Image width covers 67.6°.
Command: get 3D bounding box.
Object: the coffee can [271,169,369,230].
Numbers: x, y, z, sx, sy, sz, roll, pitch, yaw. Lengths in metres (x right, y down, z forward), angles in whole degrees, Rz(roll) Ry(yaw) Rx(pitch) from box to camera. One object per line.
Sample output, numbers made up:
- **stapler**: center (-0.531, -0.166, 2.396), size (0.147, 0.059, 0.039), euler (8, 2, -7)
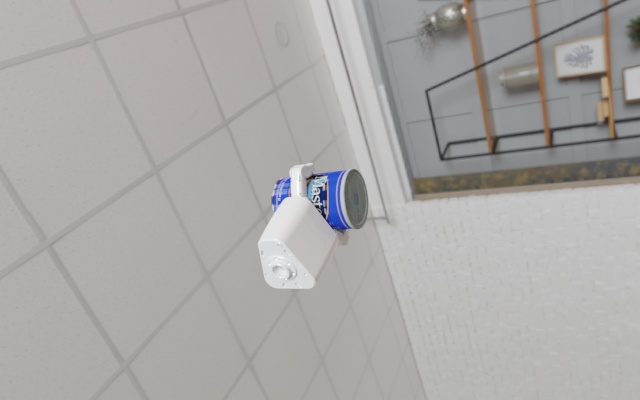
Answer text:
- **coffee can**: center (0.000, 0.003, 0.836), size (0.140, 0.103, 0.103), euler (-5, -3, 28)
